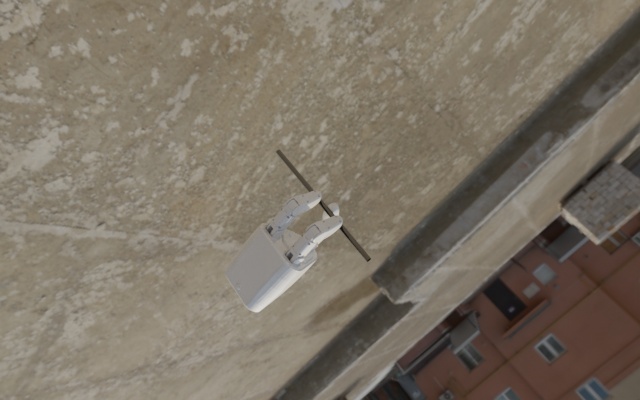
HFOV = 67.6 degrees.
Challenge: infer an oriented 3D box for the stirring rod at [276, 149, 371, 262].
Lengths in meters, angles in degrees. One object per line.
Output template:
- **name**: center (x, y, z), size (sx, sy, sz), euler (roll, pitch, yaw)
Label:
- **stirring rod**: center (0.000, 0.002, 0.742), size (0.239, 0.011, 0.011), euler (50, 26, 24)
